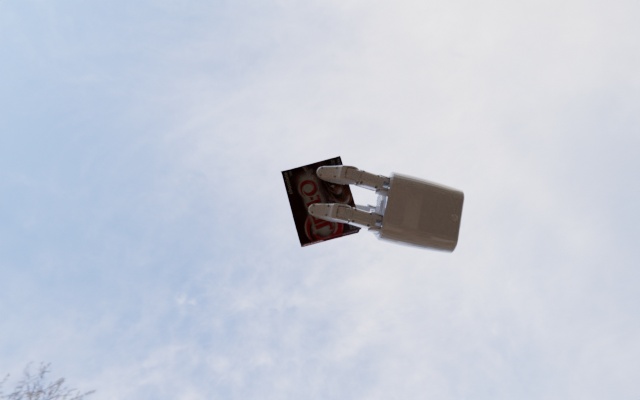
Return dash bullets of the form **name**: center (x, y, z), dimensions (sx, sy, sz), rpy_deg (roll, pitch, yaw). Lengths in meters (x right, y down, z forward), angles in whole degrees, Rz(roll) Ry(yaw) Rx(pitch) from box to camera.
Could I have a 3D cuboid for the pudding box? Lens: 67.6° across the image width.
- **pudding box**: center (0.000, 0.002, 0.686), dimensions (0.090, 0.113, 0.039), rpy_deg (-15, -12, -5)
